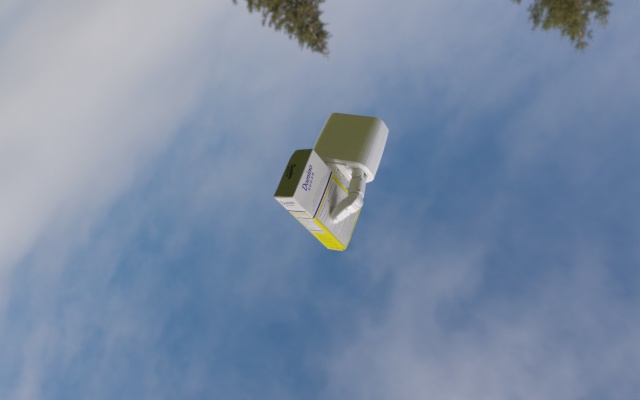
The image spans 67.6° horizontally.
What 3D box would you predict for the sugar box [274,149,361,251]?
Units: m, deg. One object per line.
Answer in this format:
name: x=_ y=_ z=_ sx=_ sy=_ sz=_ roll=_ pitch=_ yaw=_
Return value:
sugar box: x=0.000 y=0.003 z=0.793 sx=0.048 sy=0.093 sz=0.176 roll=1 pitch=-32 yaw=38
